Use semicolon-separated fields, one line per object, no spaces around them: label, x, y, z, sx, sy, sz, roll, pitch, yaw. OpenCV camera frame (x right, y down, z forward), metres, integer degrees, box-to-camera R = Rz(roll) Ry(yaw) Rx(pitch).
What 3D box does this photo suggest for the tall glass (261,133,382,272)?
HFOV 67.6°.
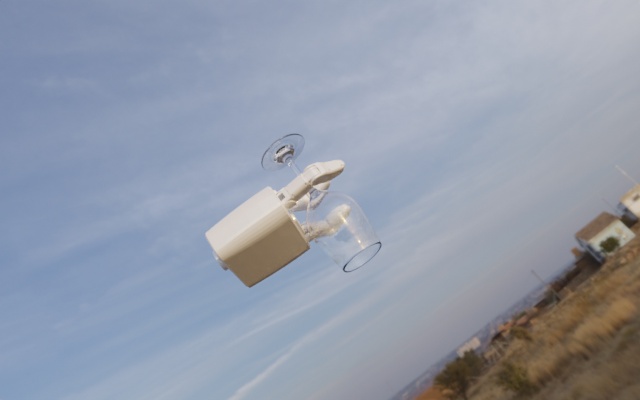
tall glass;0.000;0.002;0.660;0.079;0.201;0.079;-31;-25;-16
